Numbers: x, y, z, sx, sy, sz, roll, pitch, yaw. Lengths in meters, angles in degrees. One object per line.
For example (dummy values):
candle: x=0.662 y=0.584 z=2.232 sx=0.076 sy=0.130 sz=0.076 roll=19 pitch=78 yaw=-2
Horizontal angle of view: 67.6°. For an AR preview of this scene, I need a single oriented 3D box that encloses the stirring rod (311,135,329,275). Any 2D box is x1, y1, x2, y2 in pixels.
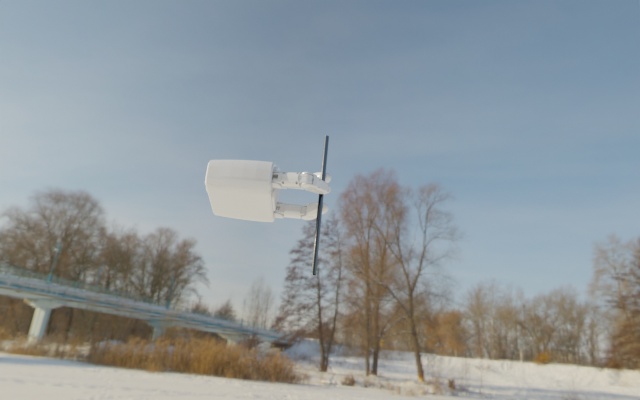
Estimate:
stirring rod: x=0.000 y=0.003 z=0.782 sx=0.011 sy=0.239 sz=0.011 roll=5 pitch=-20 yaw=2
